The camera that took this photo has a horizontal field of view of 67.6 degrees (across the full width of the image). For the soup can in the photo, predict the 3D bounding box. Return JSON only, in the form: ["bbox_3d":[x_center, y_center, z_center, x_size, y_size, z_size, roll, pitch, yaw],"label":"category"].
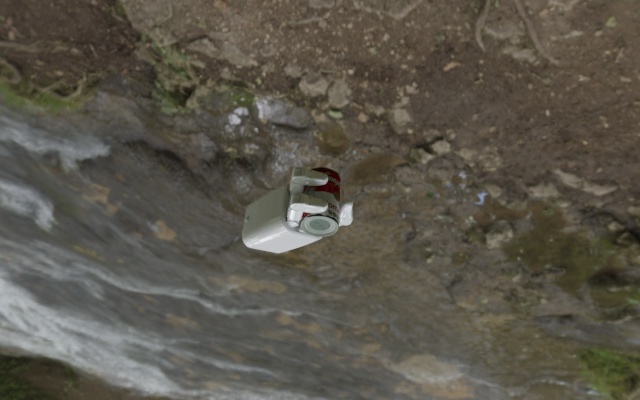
[{"bbox_3d":[0.001,0.003,0.825,0.068,0.102,0.069,2,-36,2],"label":"soup can"}]
